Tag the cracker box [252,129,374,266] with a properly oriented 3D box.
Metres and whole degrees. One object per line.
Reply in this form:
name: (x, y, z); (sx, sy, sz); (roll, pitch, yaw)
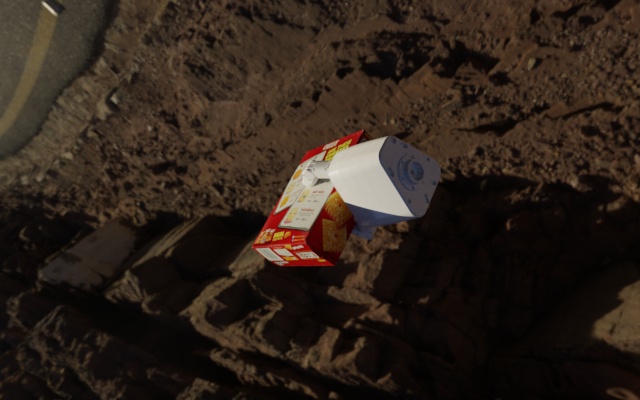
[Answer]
cracker box: (0.000, 0.003, 0.775); (0.072, 0.213, 0.164); (41, -28, -24)
